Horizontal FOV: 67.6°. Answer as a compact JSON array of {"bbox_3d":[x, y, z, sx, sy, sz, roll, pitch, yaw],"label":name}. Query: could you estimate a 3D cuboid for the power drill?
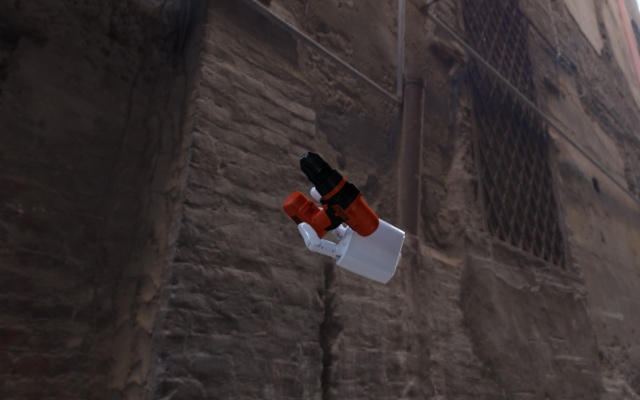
[{"bbox_3d":[0.000,0.003,0.887,0.057,0.184,0.188,-47,12,-27],"label":"power drill"}]
